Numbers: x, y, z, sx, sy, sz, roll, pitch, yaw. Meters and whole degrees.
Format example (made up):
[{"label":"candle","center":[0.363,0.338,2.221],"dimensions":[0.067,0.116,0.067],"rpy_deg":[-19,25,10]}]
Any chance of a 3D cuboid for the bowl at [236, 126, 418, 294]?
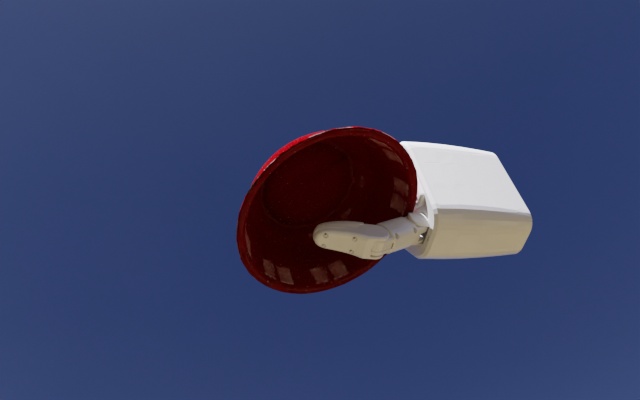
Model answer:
[{"label":"bowl","center":[-0.001,0.001,0.407],"dimensions":[0.162,0.162,0.055],"rpy_deg":[0,32,-29]}]
